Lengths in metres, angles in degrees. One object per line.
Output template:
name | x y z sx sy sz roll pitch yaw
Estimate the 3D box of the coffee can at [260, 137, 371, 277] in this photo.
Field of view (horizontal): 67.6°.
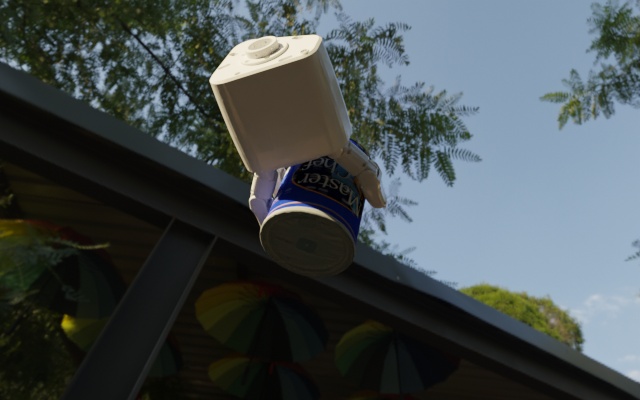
coffee can | 0.000 0.002 0.550 0.103 0.103 0.140 0 42 17
